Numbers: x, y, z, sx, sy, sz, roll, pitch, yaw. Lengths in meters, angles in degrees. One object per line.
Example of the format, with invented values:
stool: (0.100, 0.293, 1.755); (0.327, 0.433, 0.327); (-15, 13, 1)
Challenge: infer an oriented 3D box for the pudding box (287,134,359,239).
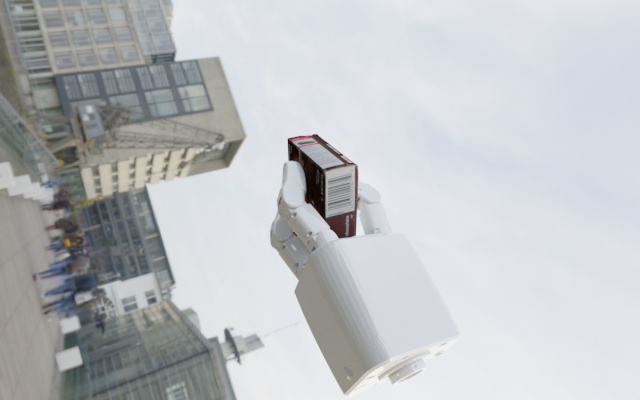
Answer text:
pudding box: (0.000, 0.002, 0.475); (0.039, 0.113, 0.090); (-11, 30, -24)
